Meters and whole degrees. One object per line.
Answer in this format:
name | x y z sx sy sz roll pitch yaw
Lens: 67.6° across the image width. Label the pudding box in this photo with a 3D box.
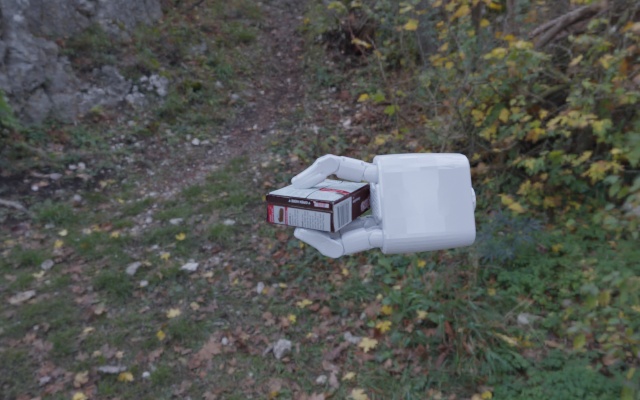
pudding box | 0.000 0.002 0.577 0.090 0.039 0.113 6 14 26
